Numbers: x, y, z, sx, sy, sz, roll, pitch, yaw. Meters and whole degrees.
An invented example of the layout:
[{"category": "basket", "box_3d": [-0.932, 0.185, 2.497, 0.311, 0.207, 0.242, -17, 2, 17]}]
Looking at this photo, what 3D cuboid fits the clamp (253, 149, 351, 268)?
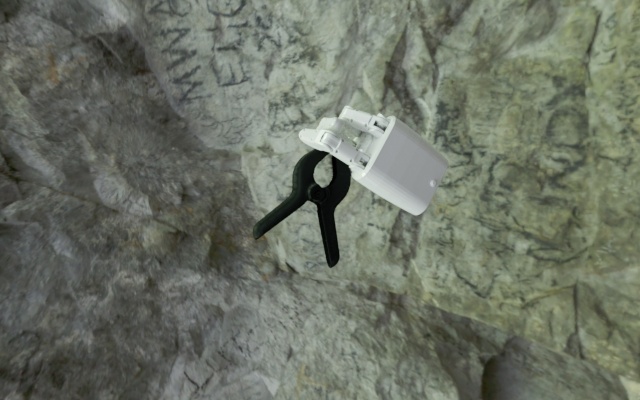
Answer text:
[{"category": "clamp", "box_3d": [0.000, 0.002, 0.636, 0.120, 0.171, 0.039, 32, -7, -17]}]
